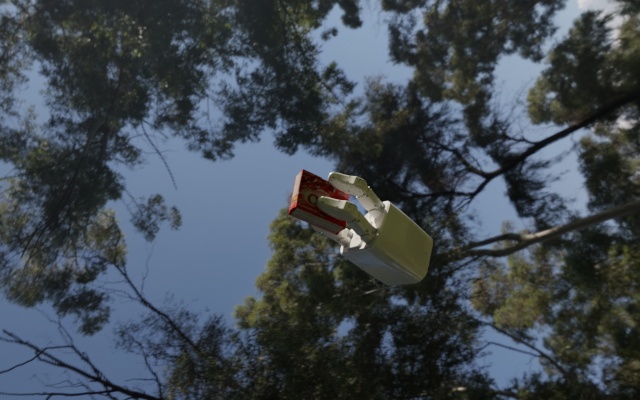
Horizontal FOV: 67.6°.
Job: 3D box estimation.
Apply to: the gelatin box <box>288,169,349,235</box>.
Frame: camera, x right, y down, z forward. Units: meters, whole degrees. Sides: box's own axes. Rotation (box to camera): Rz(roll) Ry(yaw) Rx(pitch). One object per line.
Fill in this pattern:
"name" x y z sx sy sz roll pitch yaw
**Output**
"gelatin box" 0.000 0.002 0.733 0.089 0.073 0.030 24 -38 -20
